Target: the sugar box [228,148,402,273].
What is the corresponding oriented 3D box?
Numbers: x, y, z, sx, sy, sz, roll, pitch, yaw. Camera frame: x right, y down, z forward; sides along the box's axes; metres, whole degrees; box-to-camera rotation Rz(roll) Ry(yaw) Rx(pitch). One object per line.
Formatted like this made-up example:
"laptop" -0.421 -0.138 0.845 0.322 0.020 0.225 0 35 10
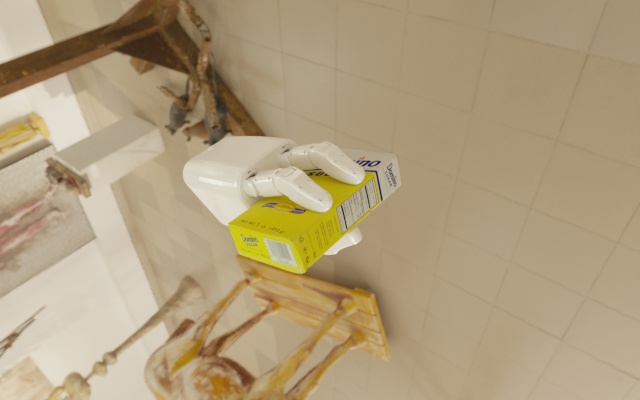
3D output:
"sugar box" 0.000 0.001 0.503 0.093 0.048 0.176 11 40 40
